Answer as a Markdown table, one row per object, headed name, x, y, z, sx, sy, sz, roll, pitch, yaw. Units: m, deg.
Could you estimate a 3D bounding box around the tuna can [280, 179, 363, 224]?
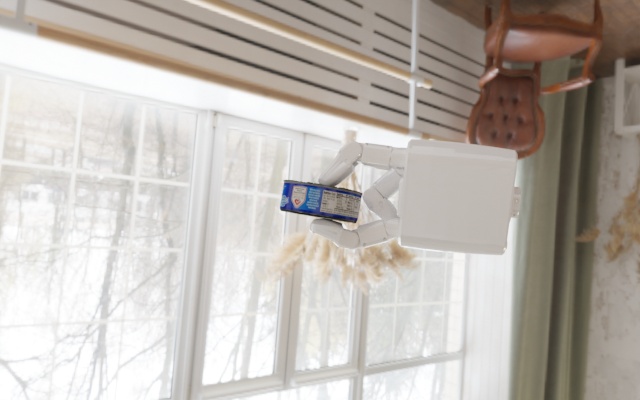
| name | x | y | z | sx | sy | sz | roll | pitch | yaw |
| --- | --- | --- | --- | --- | --- | --- | --- | --- | --- |
| tuna can | 0.000 | 0.002 | 0.509 | 0.086 | 0.034 | 0.086 | 10 | -2 | 0 |
